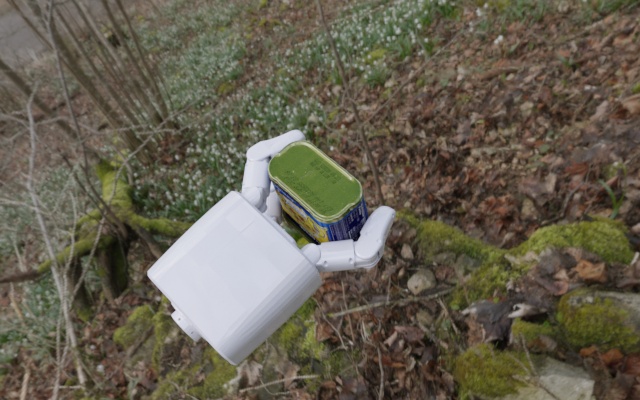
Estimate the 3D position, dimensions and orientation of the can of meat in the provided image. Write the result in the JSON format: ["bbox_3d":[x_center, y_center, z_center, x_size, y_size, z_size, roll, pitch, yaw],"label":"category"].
[{"bbox_3d":[0.000,0.001,0.458,0.102,0.057,0.084,40,-17,29],"label":"can of meat"}]
